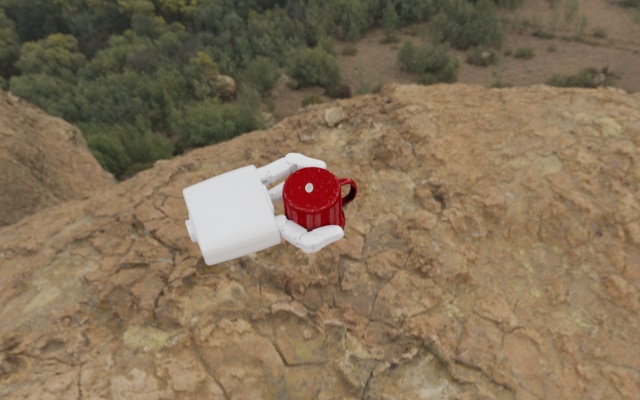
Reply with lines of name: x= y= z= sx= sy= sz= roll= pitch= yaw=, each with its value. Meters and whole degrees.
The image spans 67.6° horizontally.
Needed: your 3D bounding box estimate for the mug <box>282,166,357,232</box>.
mug: x=0.001 y=0.002 z=0.680 sx=0.117 sy=0.093 sz=0.082 roll=-21 pitch=-34 yaw=-12
